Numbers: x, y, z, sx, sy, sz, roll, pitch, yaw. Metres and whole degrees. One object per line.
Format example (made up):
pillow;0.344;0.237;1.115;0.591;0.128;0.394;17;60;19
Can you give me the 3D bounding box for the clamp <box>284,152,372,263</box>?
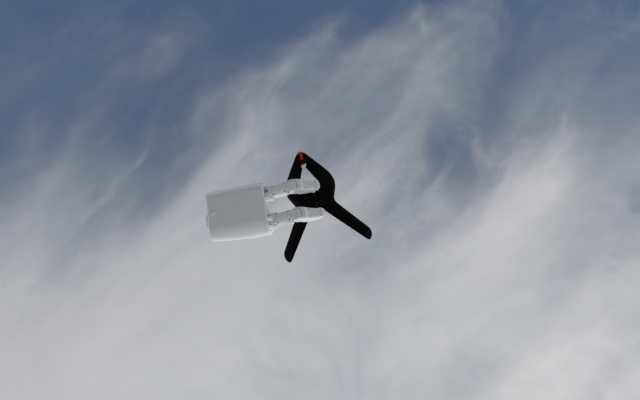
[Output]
clamp;0.000;0.003;0.897;0.164;0.210;0.036;-9;-21;-4
